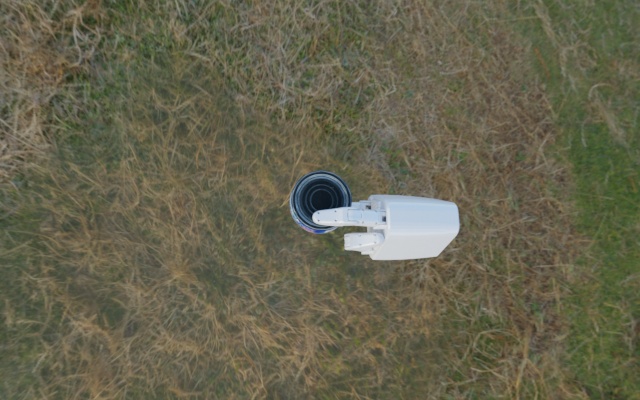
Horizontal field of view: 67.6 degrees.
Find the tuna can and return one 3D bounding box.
[{"bbox_3d":[0.000,0.002,0.666,0.086,0.086,0.034,0,-9,-7],"label":"tuna can"}]
